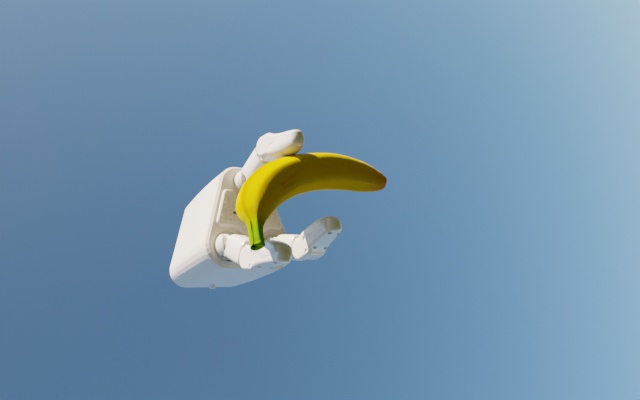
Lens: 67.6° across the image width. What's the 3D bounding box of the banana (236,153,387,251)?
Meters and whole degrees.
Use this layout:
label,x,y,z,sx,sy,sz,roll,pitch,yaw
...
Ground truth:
label,x,y,z,sx,sy,sz,roll,pitch,yaw
banana,-0.011,-0.014,0.450,0.197,0.069,0.037,-25,-8,-45
